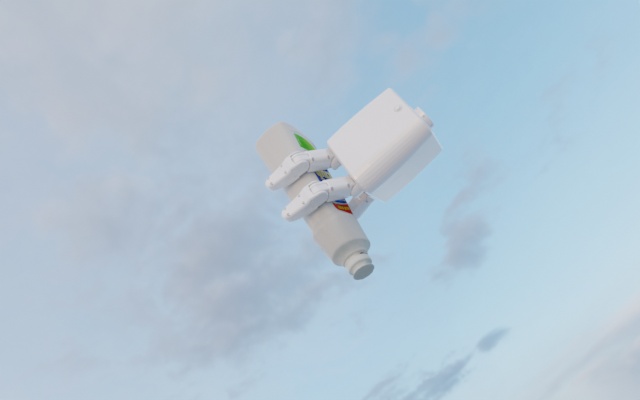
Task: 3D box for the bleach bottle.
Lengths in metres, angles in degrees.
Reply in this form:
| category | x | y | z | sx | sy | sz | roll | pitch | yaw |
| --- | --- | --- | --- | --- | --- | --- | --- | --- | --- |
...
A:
| category | x | y | z | sx | sy | sz | roll | pitch | yaw |
| --- | --- | --- | --- | --- | --- | --- | --- | --- | --- |
| bleach bottle | 0.000 | 0.002 | 0.629 | 0.068 | 0.250 | 0.103 | -42 | -38 | 11 |
